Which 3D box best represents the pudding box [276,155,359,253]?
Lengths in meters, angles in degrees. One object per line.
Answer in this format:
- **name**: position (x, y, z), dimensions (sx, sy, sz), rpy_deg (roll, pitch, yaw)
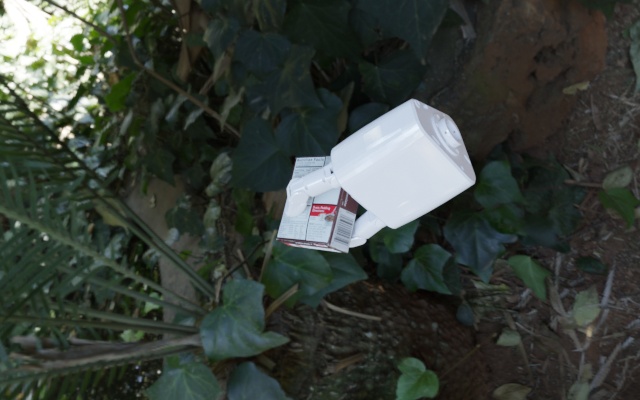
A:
- **pudding box**: position (0.000, 0.002, 0.575), dimensions (0.090, 0.113, 0.039), rpy_deg (2, -18, 43)
